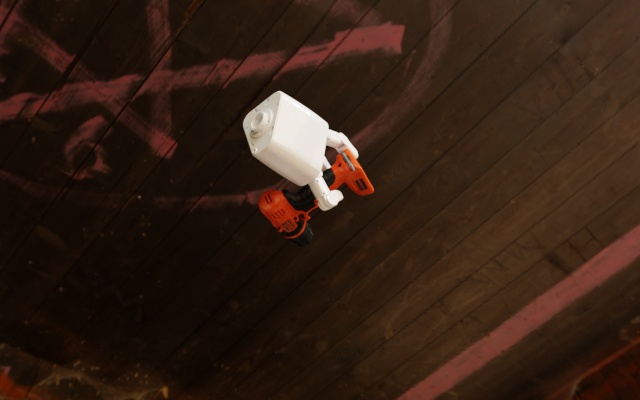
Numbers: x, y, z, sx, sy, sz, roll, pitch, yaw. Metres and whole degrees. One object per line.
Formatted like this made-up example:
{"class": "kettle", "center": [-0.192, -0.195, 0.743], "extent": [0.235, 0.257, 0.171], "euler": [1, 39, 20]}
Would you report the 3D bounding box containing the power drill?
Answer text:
{"class": "power drill", "center": [0.000, 0.002, 0.858], "extent": [0.187, 0.057, 0.184], "euler": [-33, -31, 2]}
